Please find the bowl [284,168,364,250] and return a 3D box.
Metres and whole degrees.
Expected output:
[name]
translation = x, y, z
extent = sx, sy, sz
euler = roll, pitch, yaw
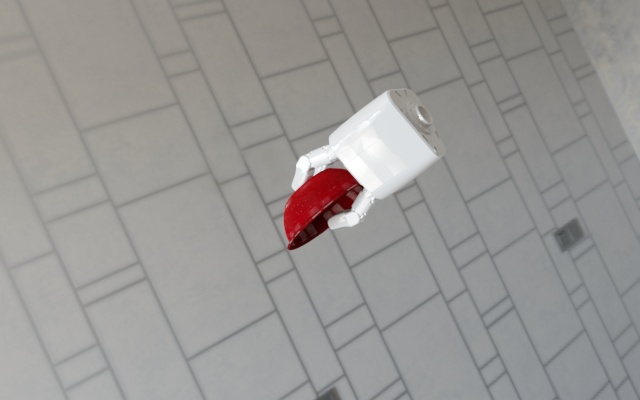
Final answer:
[bowl]
translation = -0.001, 0.003, 0.704
extent = 0.162, 0.055, 0.162
euler = -38, -12, -9
